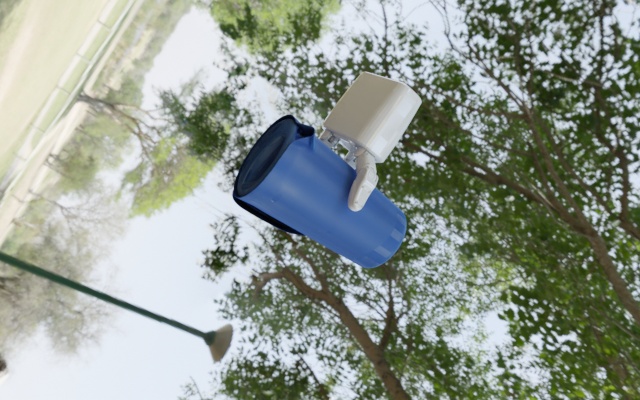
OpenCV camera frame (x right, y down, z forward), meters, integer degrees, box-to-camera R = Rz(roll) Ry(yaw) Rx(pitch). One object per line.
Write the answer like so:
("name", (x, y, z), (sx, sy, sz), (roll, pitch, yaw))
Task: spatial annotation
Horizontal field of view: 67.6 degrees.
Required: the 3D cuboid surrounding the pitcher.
("pitcher", (0.000, 0.002, 0.693), (0.243, 0.145, 0.149), (35, -3, -26))
